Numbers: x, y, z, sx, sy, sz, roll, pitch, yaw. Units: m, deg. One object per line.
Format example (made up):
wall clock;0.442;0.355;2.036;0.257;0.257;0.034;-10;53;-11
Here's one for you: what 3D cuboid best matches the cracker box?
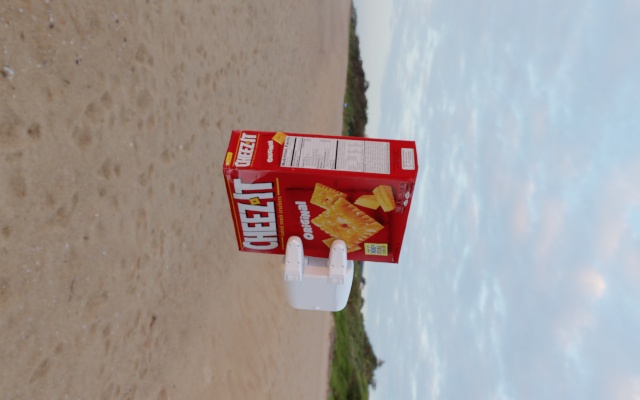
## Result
cracker box;0.000;0.002;0.584;0.214;0.072;0.164;4;-41;2
